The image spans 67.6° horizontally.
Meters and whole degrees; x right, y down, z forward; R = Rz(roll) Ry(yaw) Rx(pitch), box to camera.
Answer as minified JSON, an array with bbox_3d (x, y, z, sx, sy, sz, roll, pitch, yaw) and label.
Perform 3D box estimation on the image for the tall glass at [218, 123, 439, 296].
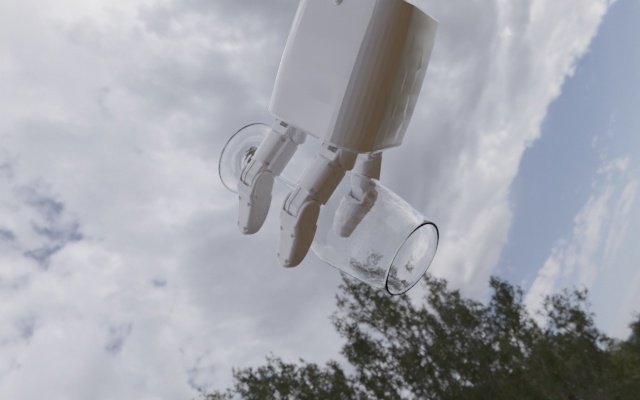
[{"bbox_3d":[0.000,0.001,0.406,0.201,0.079,0.079,32,20,36],"label":"tall glass"}]
